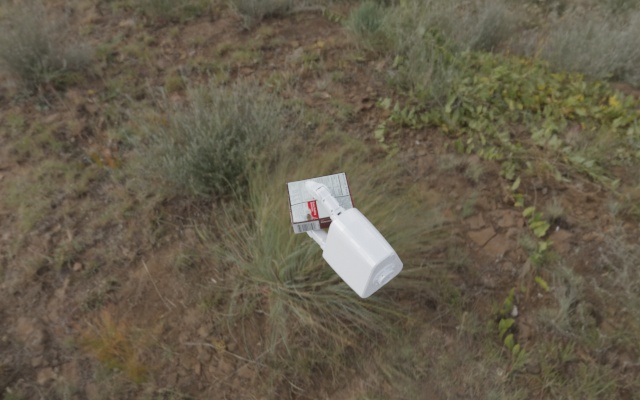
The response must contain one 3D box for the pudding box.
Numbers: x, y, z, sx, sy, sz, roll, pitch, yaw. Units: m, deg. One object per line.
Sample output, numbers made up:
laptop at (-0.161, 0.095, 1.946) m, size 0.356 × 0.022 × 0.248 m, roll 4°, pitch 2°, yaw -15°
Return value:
pudding box at (0.000, 0.003, 0.845) m, size 0.113 × 0.090 × 0.039 m, roll -10°, pitch -32°, yaw -2°
